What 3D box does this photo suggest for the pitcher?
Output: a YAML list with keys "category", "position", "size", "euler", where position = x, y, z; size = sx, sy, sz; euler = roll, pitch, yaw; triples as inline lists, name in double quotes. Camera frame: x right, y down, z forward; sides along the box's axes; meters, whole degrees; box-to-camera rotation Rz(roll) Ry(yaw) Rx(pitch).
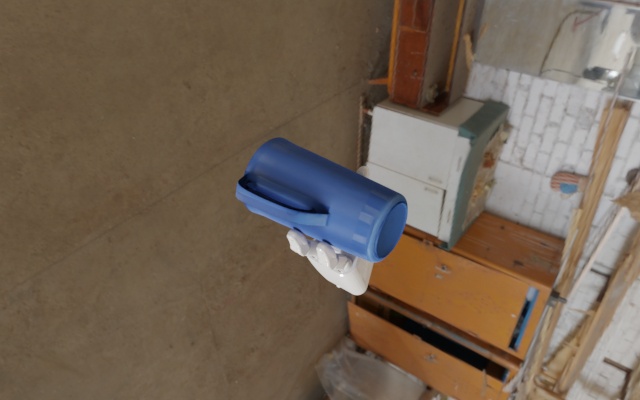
- category: "pitcher"
  position: [0.000, 0.002, 0.733]
  size: [0.242, 0.149, 0.145]
  euler: [24, -23, 29]
